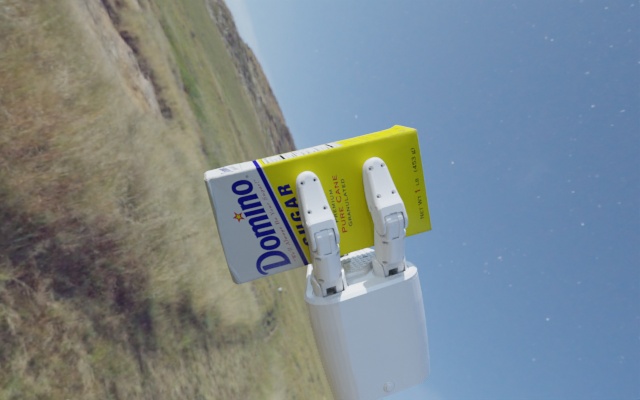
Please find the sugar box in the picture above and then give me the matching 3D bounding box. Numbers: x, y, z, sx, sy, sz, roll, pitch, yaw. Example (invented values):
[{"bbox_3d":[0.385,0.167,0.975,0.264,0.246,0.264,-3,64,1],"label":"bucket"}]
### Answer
[{"bbox_3d":[0.000,0.002,0.403,0.176,0.093,0.048,-16,15,-12],"label":"sugar box"}]
